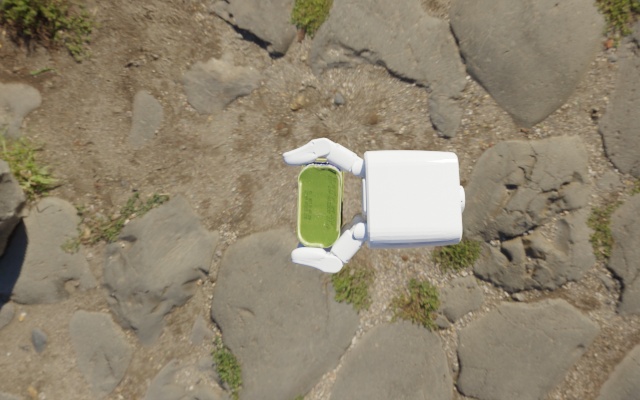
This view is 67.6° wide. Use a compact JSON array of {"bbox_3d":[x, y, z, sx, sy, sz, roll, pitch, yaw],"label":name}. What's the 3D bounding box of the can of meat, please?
[{"bbox_3d":[0.000,0.002,0.587,0.057,0.102,0.084,2,8,2],"label":"can of meat"}]
